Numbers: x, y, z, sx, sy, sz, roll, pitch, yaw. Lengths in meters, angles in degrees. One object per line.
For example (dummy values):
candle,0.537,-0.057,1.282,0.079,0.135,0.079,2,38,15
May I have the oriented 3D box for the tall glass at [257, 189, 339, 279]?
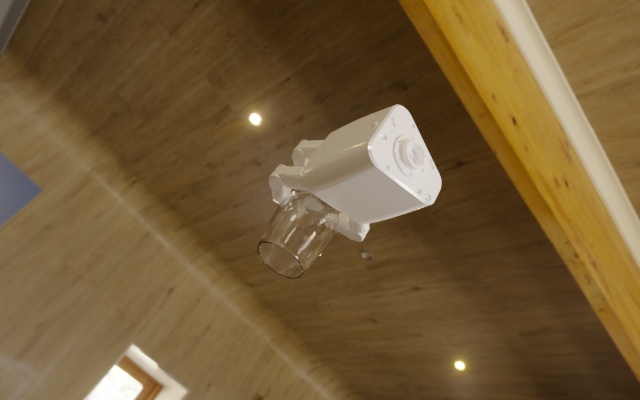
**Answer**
tall glass,0.000,0.002,0.600,0.079,0.079,0.201,0,42,39
